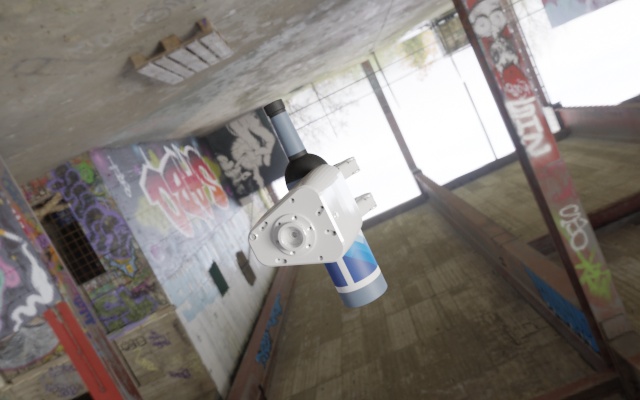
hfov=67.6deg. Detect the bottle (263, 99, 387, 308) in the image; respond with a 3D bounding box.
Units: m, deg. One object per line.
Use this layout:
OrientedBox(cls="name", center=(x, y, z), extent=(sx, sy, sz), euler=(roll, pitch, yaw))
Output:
OrientedBox(cls="bottle", center=(0.000, 0.002, 0.652), extent=(0.069, 0.296, 0.069), euler=(-25, 8, 4))
